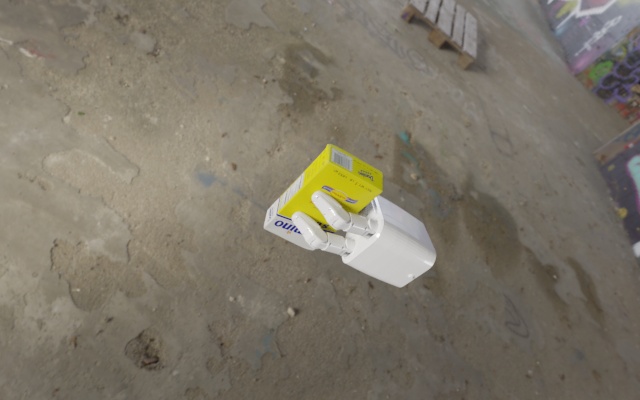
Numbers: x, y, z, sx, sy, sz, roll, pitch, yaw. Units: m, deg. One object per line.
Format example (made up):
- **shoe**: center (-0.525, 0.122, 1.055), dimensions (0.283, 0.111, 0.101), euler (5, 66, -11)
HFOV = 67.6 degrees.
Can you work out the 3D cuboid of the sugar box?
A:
- **sugar box**: center (0.000, 0.003, 0.692), dimensions (0.093, 0.048, 0.176), euler (27, -49, -20)
